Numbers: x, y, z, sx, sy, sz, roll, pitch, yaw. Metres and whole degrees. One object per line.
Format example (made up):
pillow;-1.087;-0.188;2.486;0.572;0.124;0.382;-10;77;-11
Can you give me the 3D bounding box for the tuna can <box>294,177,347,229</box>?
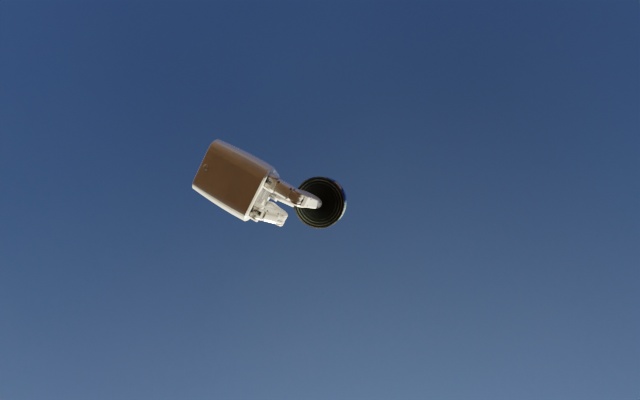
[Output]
tuna can;0.000;0.003;0.798;0.086;0.086;0.034;0;4;11
